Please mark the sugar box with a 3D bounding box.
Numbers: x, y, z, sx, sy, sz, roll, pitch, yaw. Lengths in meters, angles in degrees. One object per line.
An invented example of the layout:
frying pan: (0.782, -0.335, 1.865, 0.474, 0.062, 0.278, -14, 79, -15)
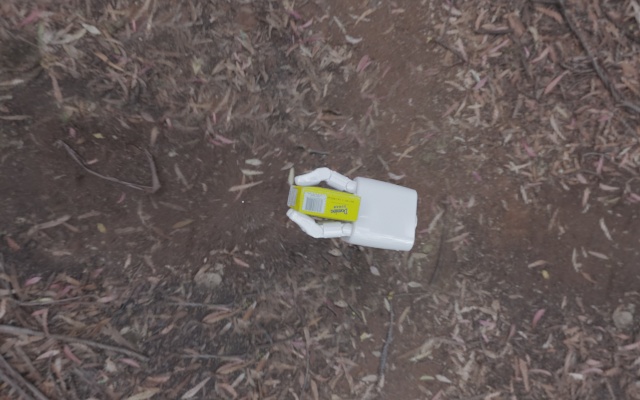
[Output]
sugar box: (0.000, 0.003, 0.796, 0.093, 0.048, 0.176, 10, -2, -9)
